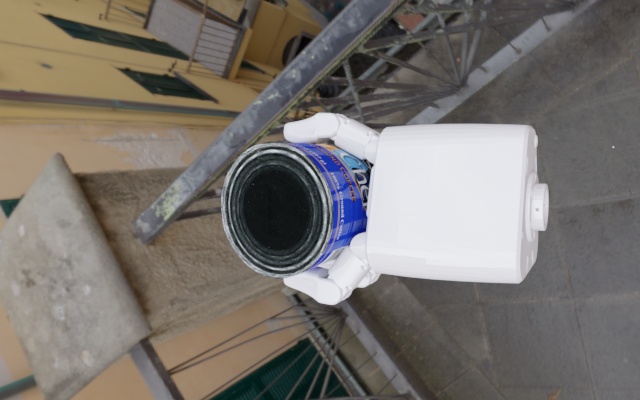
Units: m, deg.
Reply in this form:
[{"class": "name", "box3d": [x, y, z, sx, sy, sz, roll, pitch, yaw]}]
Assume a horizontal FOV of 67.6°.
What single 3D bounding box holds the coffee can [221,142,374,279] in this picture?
[{"class": "coffee can", "box3d": [0.000, 0.001, 0.413, 0.103, 0.103, 0.140, 0, 5, 31]}]
